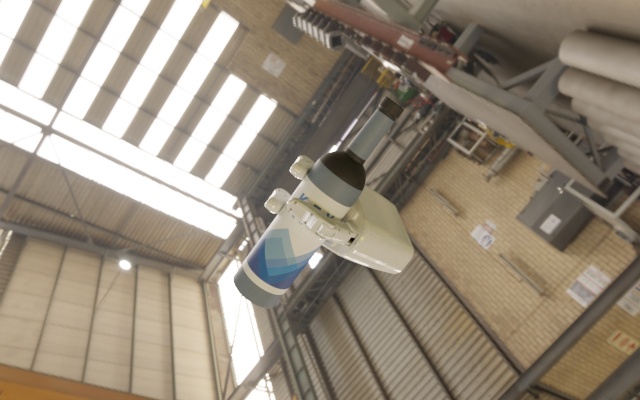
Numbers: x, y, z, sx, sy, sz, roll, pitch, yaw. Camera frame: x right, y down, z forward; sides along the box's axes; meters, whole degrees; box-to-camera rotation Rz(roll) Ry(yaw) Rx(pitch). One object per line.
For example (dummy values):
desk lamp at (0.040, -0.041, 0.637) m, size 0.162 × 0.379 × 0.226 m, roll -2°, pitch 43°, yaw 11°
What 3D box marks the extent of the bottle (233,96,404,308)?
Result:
bottle at (0.000, 0.002, 0.585) m, size 0.069 × 0.296 × 0.069 m, roll 35°, pitch 14°, yaw -10°
